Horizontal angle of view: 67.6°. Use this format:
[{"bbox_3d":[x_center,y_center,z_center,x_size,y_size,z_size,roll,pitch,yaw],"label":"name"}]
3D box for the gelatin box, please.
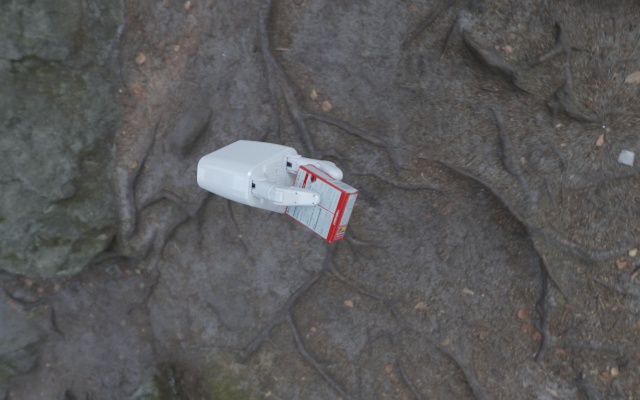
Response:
[{"bbox_3d":[0.000,0.002,0.633,0.089,0.073,0.030,32,25,33],"label":"gelatin box"}]
